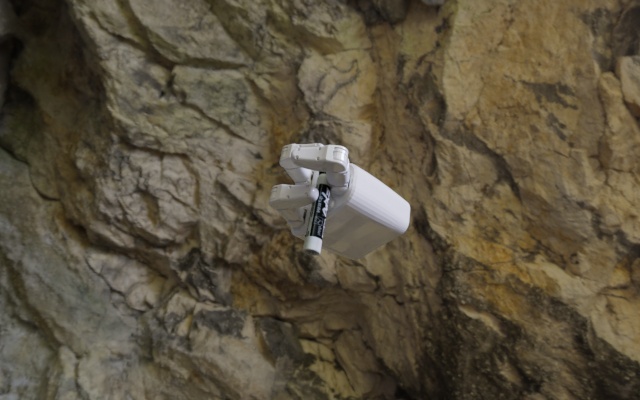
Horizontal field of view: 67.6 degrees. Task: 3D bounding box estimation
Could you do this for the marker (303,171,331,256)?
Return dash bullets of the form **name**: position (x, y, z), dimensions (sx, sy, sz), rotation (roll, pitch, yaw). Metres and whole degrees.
- **marker**: position (0.000, 0.002, 0.530), dimensions (0.020, 0.121, 0.020), rotation (8, -26, 4)
